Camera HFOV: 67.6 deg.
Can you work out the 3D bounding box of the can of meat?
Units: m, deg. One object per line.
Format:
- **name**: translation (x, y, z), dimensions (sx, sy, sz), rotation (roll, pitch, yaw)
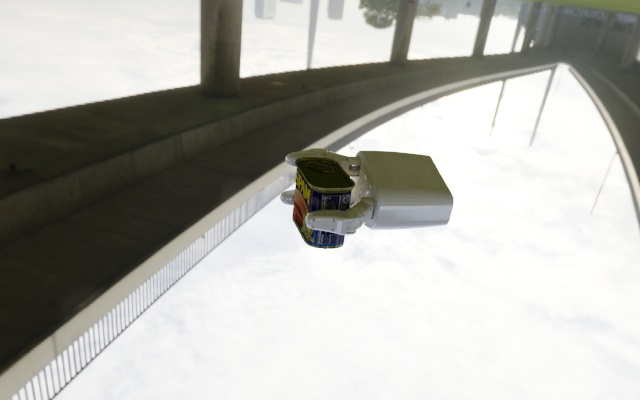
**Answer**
- **can of meat**: translation (0.000, 0.002, 0.603), dimensions (0.057, 0.084, 0.102), rotation (-2, 26, -17)
